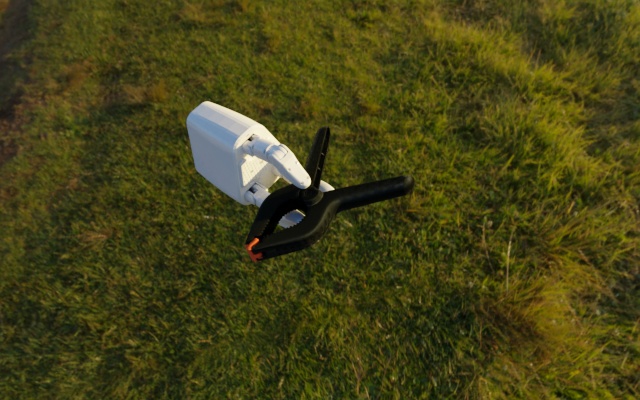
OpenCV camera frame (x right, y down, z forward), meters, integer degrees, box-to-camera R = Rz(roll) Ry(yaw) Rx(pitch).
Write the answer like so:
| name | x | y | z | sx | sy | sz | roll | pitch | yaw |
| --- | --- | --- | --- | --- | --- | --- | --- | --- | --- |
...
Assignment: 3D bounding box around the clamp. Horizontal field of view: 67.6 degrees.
| name | x | y | z | sx | sy | sz | roll | pitch | yaw |
| --- | --- | --- | --- | --- | --- | --- | --- | --- | --- |
| clamp | -0.001 | 0.002 | 0.582 | 0.164 | 0.210 | 0.036 | 29 | -26 | 33 |
